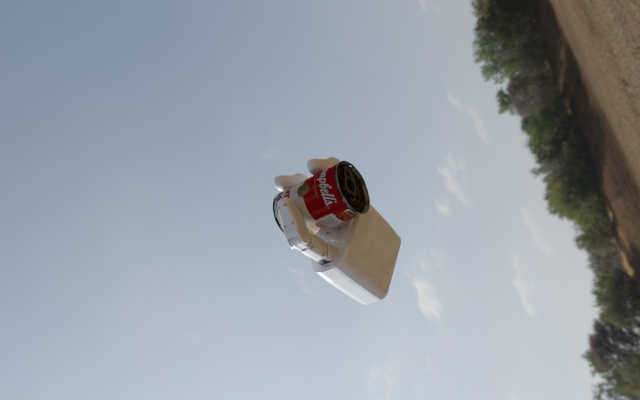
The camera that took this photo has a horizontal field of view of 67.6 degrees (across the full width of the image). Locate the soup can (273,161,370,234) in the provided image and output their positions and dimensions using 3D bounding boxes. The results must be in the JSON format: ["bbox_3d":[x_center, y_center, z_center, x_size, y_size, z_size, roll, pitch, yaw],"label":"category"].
[{"bbox_3d":[0.000,0.002,0.588,0.102,0.068,0.068,-24,-13,31],"label":"soup can"}]
